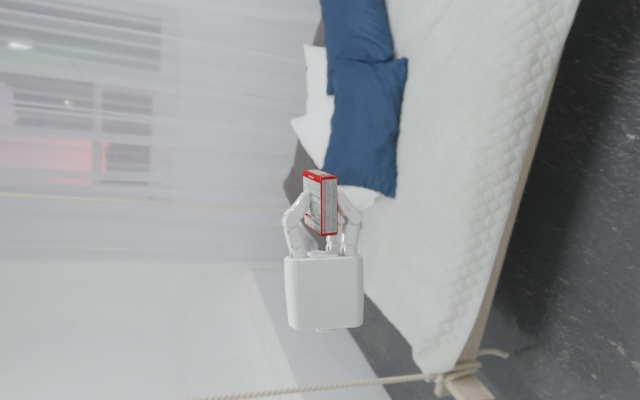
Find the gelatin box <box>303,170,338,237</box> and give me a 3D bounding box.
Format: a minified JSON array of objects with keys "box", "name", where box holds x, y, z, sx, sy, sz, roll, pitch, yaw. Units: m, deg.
[{"box":[0.000,0.002,0.721,0.030,0.089,0.073,-7,14,-21],"name":"gelatin box"}]
